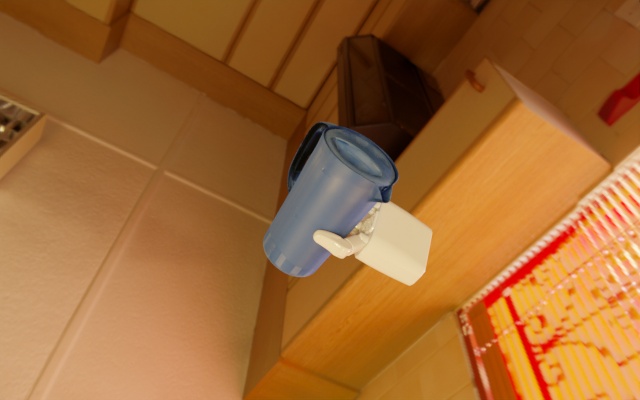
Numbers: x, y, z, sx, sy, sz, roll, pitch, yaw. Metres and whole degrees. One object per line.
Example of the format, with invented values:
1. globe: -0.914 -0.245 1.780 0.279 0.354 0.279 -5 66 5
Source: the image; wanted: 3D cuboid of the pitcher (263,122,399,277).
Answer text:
1. pitcher: 0.000 0.003 0.775 0.145 0.243 0.149 30 31 -10
